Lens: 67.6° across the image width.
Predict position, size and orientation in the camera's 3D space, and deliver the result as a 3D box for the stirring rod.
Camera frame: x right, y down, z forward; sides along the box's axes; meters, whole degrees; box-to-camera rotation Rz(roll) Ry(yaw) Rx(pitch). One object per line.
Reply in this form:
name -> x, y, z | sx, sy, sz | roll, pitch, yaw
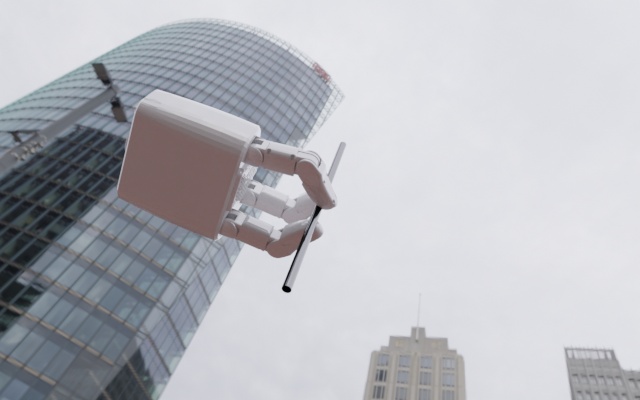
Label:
stirring rod -> 0.000, 0.002, 0.464 | 0.011, 0.011, 0.239 | 0, 34, 15
